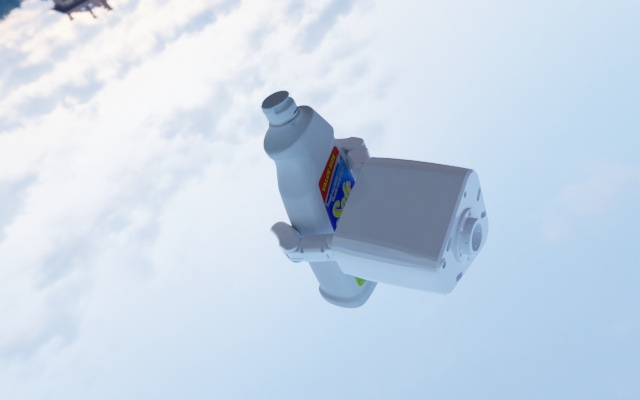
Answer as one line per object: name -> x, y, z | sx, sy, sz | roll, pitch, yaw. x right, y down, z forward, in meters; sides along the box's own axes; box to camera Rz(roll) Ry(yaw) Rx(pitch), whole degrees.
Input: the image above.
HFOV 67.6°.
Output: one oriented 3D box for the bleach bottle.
bleach bottle -> 0.000, 0.002, 0.508 | 0.068, 0.251, 0.102 | 8, 49, 37
